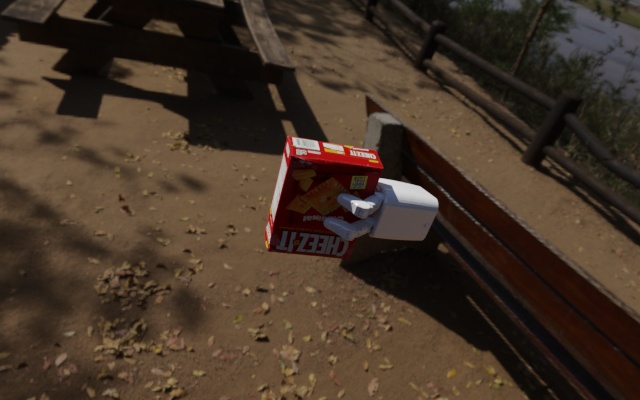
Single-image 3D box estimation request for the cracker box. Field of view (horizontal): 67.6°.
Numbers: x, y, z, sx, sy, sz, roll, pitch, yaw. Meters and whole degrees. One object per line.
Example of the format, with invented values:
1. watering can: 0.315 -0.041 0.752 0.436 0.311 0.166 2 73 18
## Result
1. cracker box: 0.000 0.003 0.860 0.164 0.214 0.072 8 34 -14
